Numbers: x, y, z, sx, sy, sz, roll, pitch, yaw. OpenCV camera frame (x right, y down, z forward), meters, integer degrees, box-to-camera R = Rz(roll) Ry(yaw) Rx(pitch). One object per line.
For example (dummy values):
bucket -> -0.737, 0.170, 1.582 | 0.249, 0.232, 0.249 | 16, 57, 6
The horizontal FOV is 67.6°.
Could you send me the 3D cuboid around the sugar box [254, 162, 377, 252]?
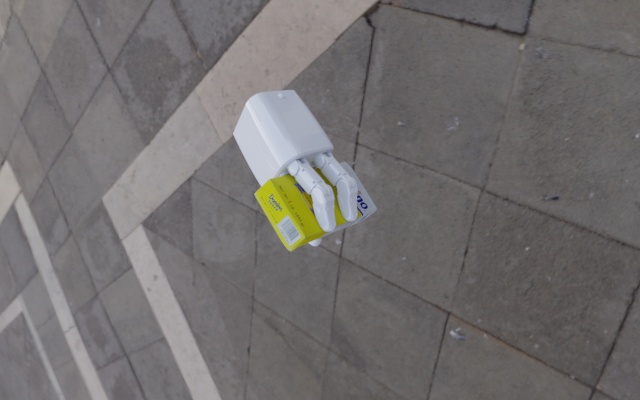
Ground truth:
sugar box -> 0.000, 0.002, 0.676 | 0.176, 0.093, 0.048 | -20, -16, -48
